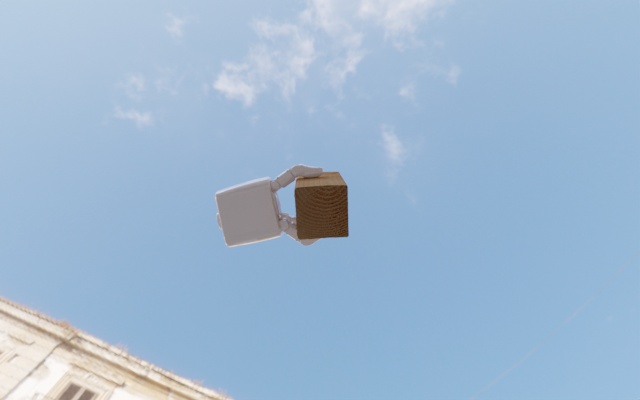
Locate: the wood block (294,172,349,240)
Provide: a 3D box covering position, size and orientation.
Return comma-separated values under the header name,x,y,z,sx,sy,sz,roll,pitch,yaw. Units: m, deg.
name,x,y,z,sx,sy,sz,roll,pitch,yaw
wood block,0.000,0.003,0.891,0.090,0.091,0.206,-3,10,-1
